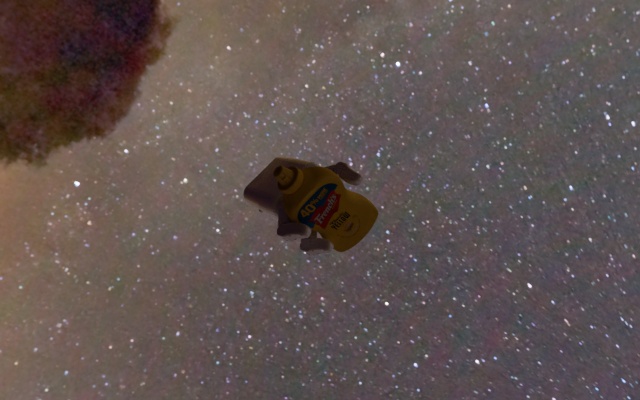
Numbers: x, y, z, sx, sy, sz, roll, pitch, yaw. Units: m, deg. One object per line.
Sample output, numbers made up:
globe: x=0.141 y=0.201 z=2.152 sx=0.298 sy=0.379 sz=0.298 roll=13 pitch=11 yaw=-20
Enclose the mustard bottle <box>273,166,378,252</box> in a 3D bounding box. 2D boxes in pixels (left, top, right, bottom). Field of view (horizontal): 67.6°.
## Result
mustard bottle: x=0.000 y=0.003 z=0.726 sx=0.192 sy=0.096 sz=0.058 roll=36 pitch=12 yaw=-38
